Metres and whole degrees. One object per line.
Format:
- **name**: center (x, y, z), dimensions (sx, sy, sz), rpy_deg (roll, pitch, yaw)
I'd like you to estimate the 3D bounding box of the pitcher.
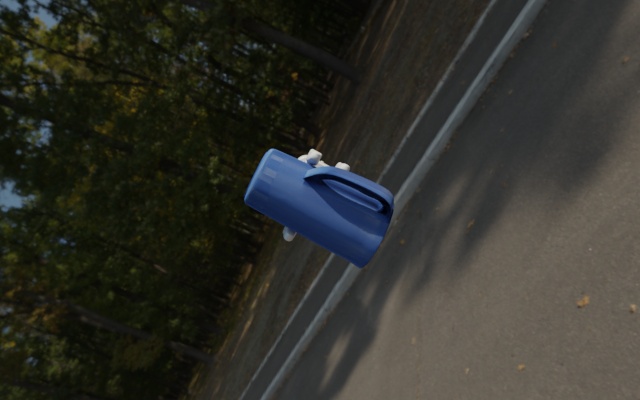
- **pitcher**: center (0.000, 0.003, 0.826), dimensions (0.243, 0.149, 0.145), rpy_deg (27, 7, -5)
